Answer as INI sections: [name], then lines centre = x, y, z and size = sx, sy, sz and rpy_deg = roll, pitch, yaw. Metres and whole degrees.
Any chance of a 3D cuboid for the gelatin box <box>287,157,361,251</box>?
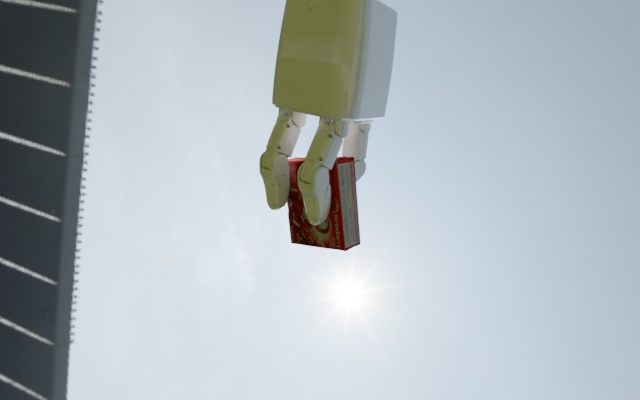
[gelatin box]
centre = 0.000, 0.002, 0.475
size = 0.073, 0.089, 0.030
rpy_deg = 3, 13, 42
